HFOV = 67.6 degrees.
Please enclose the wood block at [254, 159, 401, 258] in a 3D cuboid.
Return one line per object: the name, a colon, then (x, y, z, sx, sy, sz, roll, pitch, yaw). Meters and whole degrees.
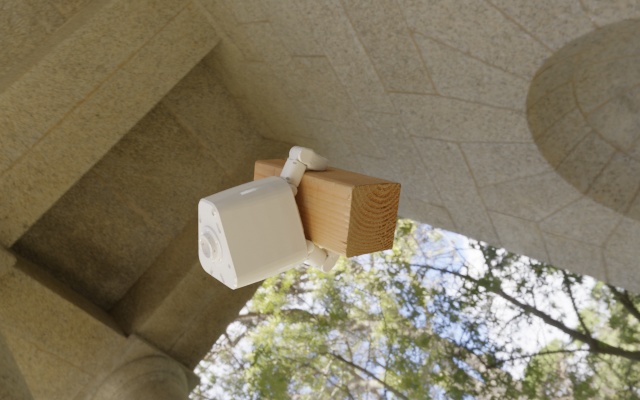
wood block: (0.000, 0.002, 0.661, 0.090, 0.091, 0.206, -5, 16, -41)
